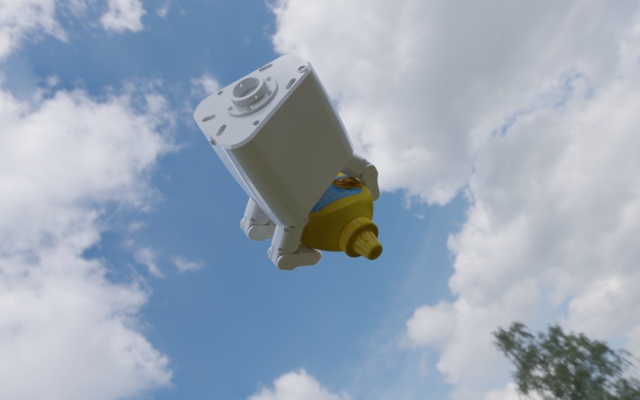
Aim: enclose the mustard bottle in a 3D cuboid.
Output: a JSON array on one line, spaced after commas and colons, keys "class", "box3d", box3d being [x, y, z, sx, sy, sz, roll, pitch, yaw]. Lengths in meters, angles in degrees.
[{"class": "mustard bottle", "box3d": [0.000, 0.002, 0.512, 0.096, 0.058, 0.191, -22, 41, -26]}]
